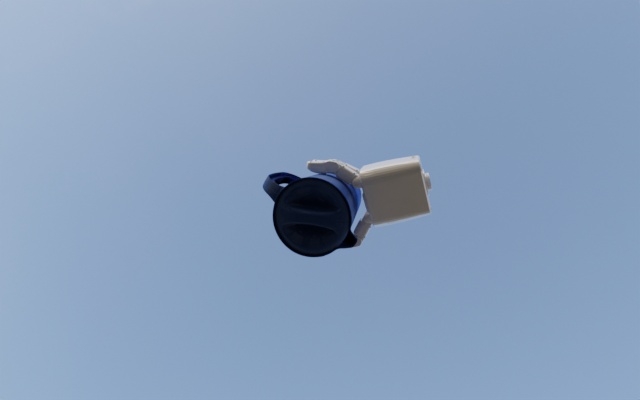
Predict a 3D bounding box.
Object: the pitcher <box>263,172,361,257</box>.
[{"bbox_3d":[0.000,0.003,0.884,0.145,0.149,0.243,-13,7,14],"label":"pitcher"}]
